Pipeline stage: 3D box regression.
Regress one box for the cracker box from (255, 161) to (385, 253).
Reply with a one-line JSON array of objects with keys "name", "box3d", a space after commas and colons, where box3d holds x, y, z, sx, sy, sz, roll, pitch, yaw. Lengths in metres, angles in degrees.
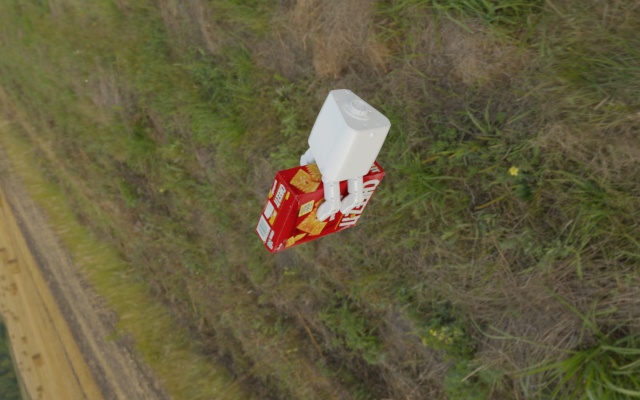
[{"name": "cracker box", "box3d": [0.000, 0.003, 0.897, 0.213, 0.072, 0.164, -15, -33, -36]}]
